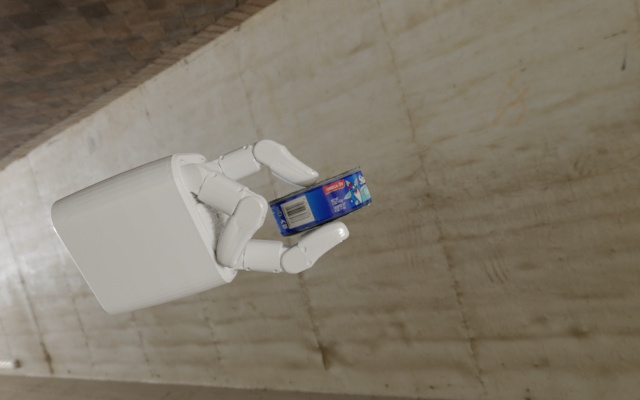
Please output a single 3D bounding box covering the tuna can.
[{"bbox_3d":[0.000,0.002,0.414,0.086,0.034,0.086,-21,2,1],"label":"tuna can"}]
